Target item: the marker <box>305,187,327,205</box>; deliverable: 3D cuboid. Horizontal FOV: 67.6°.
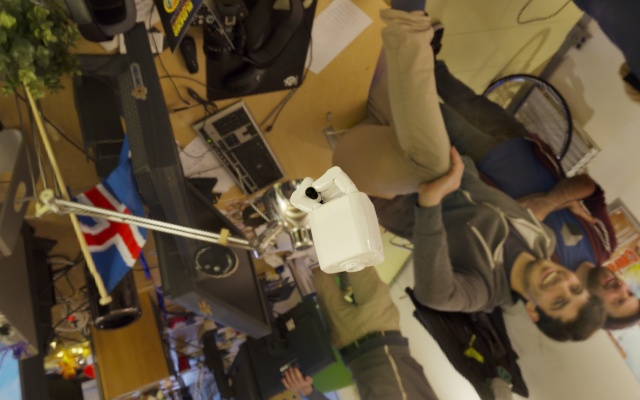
[{"bbox_3d":[0.000,0.003,0.875,0.020,0.020,0.121,0,-19,21],"label":"marker"}]
